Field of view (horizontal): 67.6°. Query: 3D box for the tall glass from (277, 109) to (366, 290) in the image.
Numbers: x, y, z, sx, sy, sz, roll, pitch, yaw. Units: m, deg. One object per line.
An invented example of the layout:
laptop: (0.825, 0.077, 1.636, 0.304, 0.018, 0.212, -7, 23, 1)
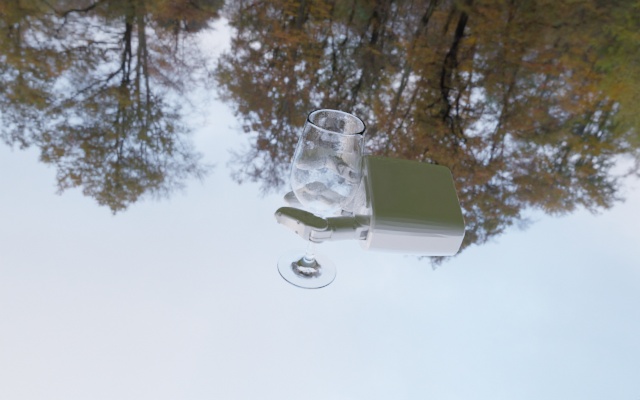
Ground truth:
tall glass: (0.000, 0.002, 0.539, 0.079, 0.201, 0.079, 8, 32, -5)
